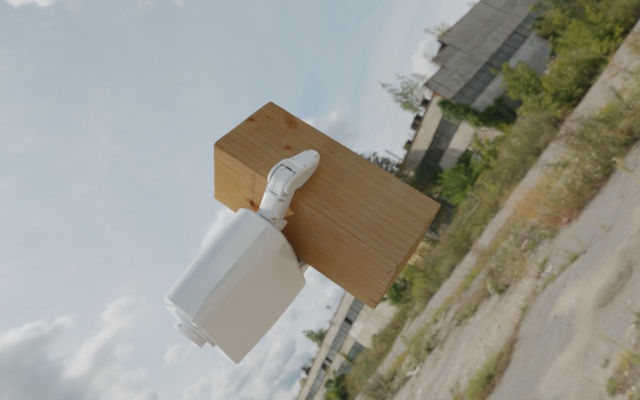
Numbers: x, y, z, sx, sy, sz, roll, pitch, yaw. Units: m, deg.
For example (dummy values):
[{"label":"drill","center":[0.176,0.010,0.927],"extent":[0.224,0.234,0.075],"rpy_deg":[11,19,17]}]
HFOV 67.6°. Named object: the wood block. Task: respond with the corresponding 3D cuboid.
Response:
[{"label":"wood block","center":[0.000,0.002,0.482],"extent":[0.206,0.091,0.090],"rpy_deg":[33,53,14]}]
